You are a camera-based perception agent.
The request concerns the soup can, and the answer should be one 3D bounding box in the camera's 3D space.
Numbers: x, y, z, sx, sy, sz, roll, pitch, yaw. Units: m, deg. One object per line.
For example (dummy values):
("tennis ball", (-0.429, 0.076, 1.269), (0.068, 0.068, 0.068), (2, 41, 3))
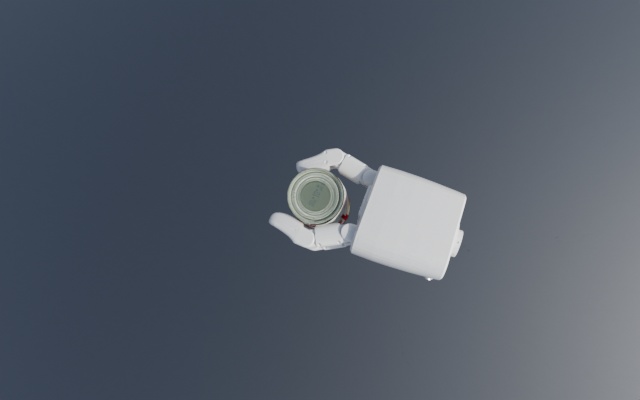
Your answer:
("soup can", (0.000, 0.002, 0.587), (0.068, 0.068, 0.102), (0, -8, 7))
